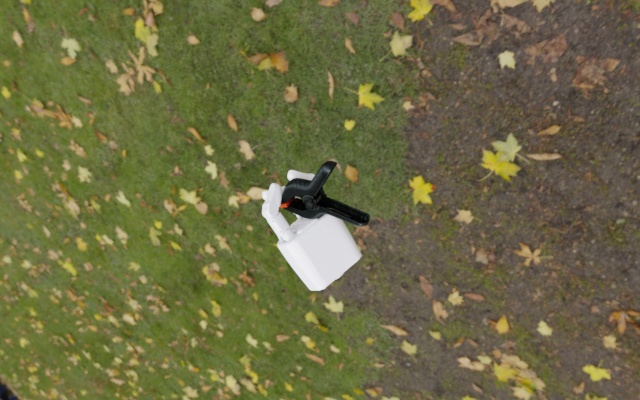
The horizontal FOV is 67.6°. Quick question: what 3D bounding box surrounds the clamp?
[{"bbox_3d":[0.000,0.003,0.773,0.039,0.120,0.171,-43,16,-33],"label":"clamp"}]
